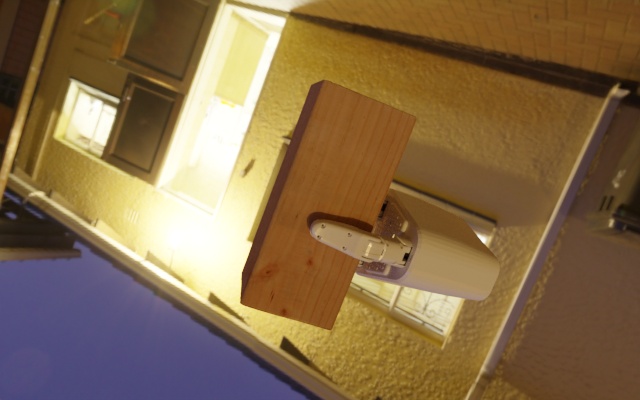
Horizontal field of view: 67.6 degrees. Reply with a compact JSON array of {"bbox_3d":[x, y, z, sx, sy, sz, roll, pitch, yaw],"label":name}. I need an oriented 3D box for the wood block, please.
[{"bbox_3d":[0.000,0.002,0.453,0.090,0.206,0.091,19,7,-12],"label":"wood block"}]
